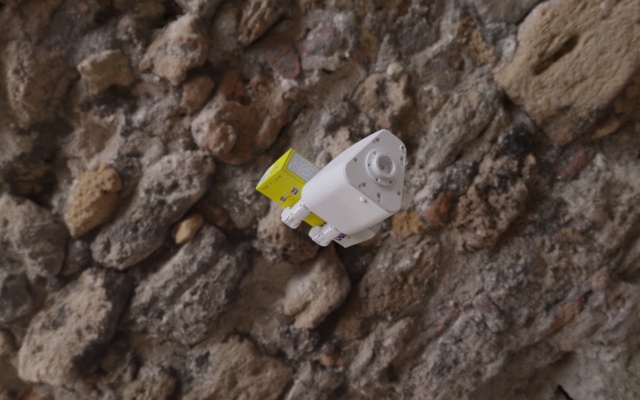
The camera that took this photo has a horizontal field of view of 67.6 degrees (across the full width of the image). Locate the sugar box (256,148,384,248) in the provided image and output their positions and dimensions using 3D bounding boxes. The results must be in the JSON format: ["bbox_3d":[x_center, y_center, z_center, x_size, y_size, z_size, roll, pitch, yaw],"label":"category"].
[{"bbox_3d":[0.000,0.003,0.714,0.176,0.048,0.093,36,-31,-15],"label":"sugar box"}]
